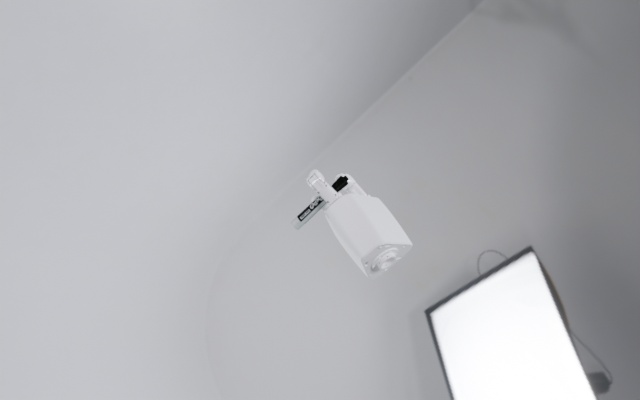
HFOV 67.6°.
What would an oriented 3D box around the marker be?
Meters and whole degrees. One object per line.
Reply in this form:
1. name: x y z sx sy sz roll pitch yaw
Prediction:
1. marker: 0.000 0.003 0.788 0.121 0.020 0.020 -43 -10 11
